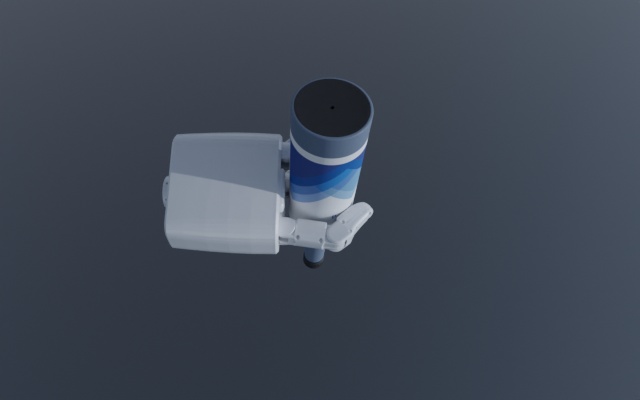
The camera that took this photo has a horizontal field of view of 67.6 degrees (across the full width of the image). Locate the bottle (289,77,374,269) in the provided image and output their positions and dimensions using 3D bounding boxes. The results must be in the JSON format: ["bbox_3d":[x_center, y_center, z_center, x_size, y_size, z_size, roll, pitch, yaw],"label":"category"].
[{"bbox_3d":[0.000,0.002,0.505,0.069,0.069,0.296,0,-31,-4],"label":"bottle"}]
